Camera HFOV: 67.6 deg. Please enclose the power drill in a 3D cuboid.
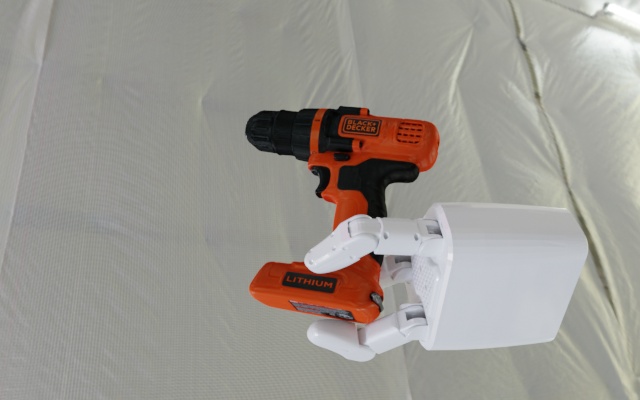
[{"bbox_3d":[0.000,0.002,0.416,0.184,0.187,0.057,7,-23,18],"label":"power drill"}]
